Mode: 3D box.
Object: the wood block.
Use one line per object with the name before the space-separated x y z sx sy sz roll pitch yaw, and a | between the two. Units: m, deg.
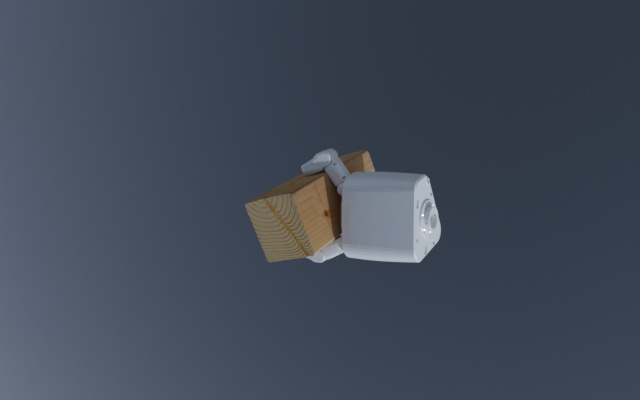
wood block | 0.000 0.002 0.708 0.090 0.091 0.206 -13 12 38
